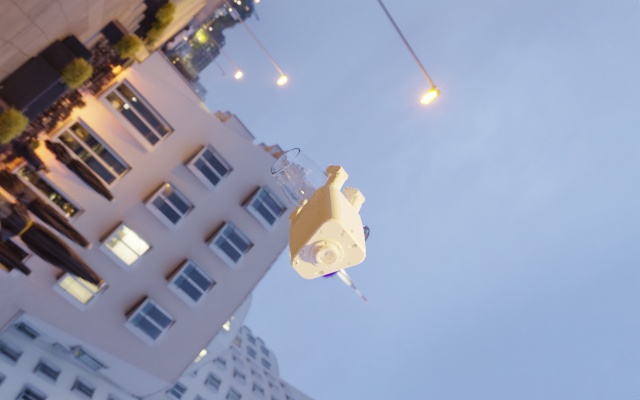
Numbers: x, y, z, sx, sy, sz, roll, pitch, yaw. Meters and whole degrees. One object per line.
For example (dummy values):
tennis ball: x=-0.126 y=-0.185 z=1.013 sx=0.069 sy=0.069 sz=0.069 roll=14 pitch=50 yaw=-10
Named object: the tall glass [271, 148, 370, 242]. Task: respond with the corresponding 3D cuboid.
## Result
tall glass: x=0.000 y=0.003 z=0.831 sx=0.201 sy=0.079 sz=0.079 roll=50 pitch=-25 yaw=-23
